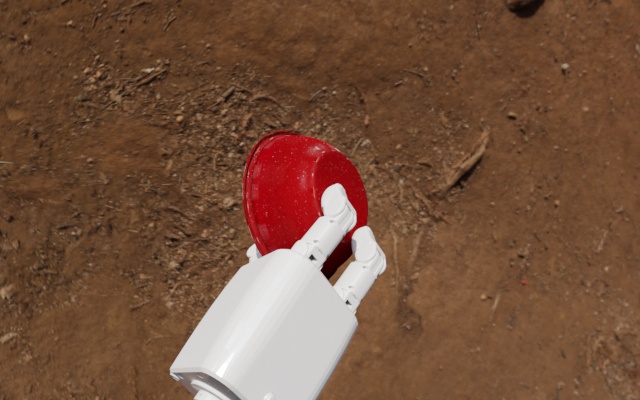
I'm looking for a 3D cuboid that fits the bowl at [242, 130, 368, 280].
[{"bbox_3d":[0.001,0.000,0.471,0.055,0.162,0.162,-16,-9,35],"label":"bowl"}]
